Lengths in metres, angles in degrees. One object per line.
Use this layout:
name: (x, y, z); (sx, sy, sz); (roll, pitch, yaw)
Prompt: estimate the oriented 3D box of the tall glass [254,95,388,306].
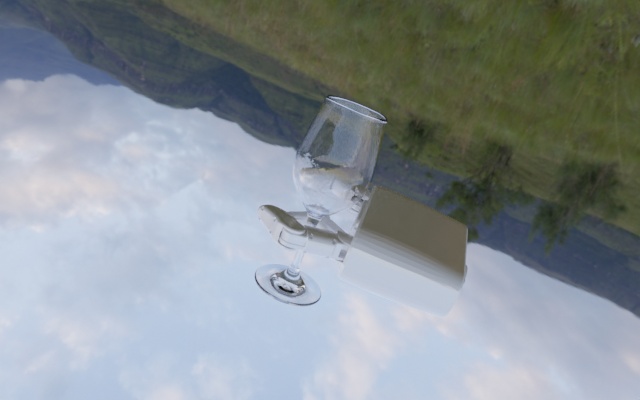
tall glass: (0.000, 0.002, 0.474); (0.079, 0.201, 0.079); (19, 19, -7)
